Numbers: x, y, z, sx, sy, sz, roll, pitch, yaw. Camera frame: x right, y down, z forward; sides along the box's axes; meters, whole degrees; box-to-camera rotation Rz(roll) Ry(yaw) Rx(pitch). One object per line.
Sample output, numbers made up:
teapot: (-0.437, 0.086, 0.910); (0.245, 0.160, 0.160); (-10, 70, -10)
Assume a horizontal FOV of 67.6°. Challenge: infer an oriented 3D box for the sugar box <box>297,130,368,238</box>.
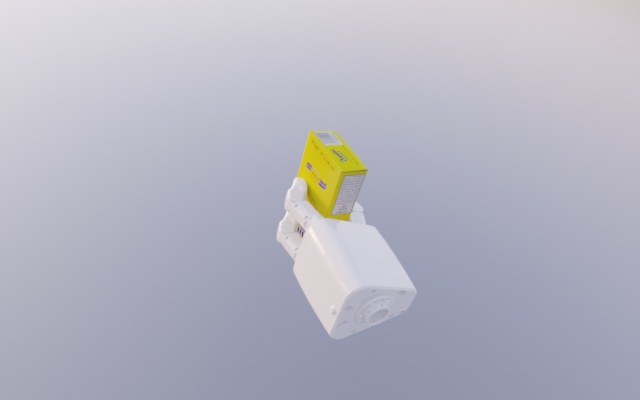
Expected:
sugar box: (0.000, 0.002, 0.645); (0.048, 0.176, 0.093); (-5, 42, -31)
